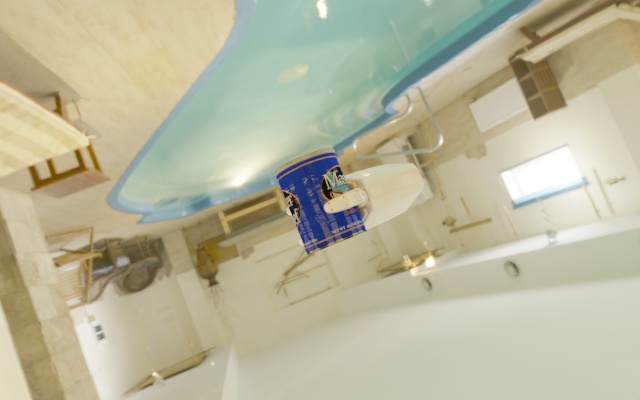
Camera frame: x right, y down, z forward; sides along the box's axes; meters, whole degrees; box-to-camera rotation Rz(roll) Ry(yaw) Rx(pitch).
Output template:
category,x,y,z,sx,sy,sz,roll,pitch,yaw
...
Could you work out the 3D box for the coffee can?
category,x,y,z,sx,sy,sz,roll,pitch,yaw
coffee can,0.000,0.002,0.754,0.103,0.140,0.103,-22,-5,-2
